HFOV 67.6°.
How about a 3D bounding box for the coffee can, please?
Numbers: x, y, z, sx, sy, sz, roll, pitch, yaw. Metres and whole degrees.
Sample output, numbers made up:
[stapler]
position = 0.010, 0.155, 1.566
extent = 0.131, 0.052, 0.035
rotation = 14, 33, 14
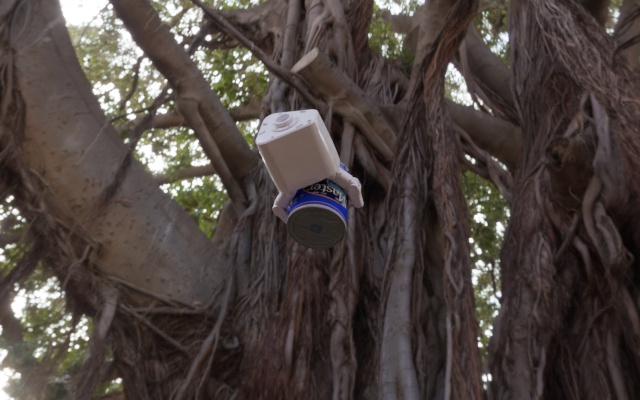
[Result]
[coffee can]
position = 0.000, 0.003, 0.861
extent = 0.103, 0.103, 0.140
rotation = 0, 41, 8
